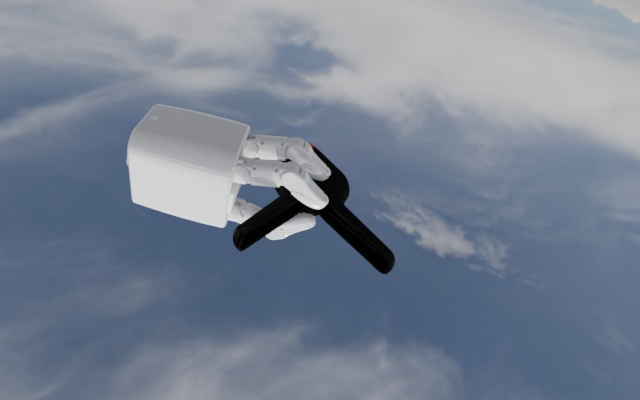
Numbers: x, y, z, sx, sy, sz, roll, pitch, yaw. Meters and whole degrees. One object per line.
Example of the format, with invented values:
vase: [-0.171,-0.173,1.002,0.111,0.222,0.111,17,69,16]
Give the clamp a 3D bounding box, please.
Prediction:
clamp: [0.000,0.002,0.543,0.164,0.036,0.209,16,34,-7]
